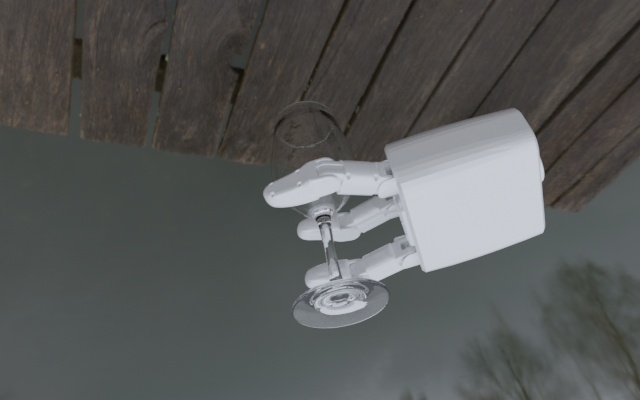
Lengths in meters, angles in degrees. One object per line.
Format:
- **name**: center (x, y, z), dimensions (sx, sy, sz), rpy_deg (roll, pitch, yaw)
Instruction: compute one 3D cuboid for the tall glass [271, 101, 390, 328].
- **tall glass**: center (0.000, 0.002, 0.414), dimensions (0.079, 0.200, 0.079), rpy_deg (-7, -38, -6)
